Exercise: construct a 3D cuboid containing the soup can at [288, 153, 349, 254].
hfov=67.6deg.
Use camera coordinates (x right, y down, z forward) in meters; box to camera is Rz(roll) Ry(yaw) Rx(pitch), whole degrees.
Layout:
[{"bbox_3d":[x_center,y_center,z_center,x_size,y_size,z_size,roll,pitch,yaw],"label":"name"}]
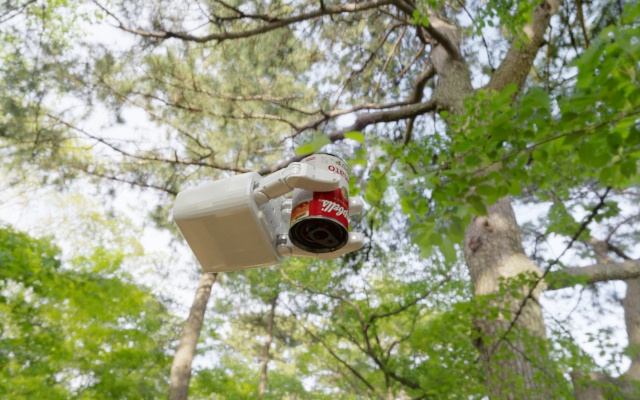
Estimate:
[{"bbox_3d":[0.001,0.001,0.563,0.068,0.102,0.069,2,-40,2],"label":"soup can"}]
